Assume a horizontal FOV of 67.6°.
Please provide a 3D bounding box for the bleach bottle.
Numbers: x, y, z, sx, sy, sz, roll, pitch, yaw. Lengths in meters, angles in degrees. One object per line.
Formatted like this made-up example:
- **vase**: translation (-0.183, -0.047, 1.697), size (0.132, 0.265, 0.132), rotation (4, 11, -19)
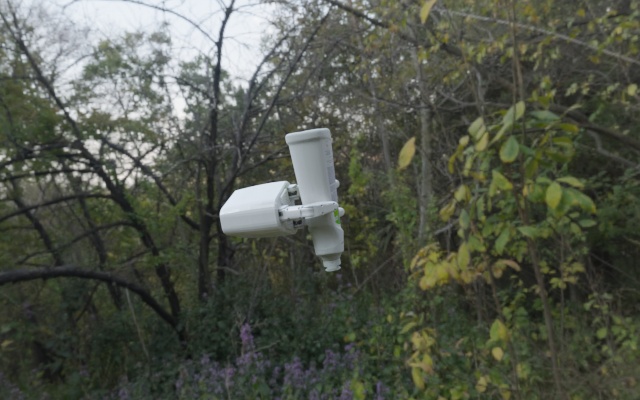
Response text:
- **bleach bottle**: translation (0.000, 0.003, 0.840), size (0.068, 0.251, 0.102), rotation (-8, 7, 16)
